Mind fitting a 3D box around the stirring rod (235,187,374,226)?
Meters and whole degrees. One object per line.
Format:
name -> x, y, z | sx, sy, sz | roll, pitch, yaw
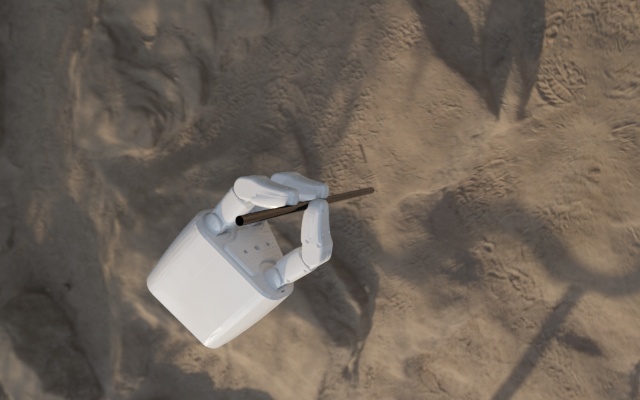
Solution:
stirring rod -> 0.000, 0.002, 0.449 | 0.011, 0.011, 0.239 | 0, 6, 29
